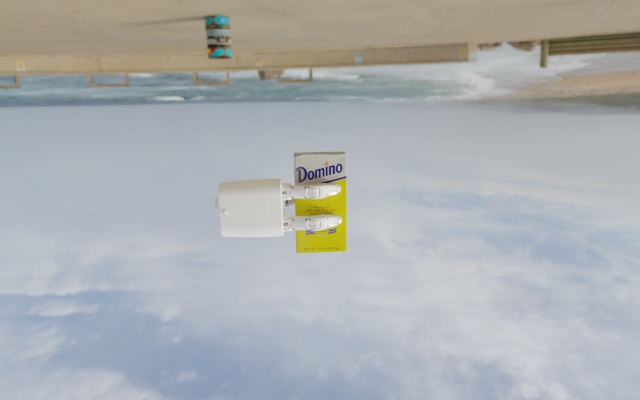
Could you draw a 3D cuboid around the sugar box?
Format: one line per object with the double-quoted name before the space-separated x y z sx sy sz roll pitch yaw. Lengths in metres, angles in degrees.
"sugar box" 0.000 0.003 0.847 0.093 0.176 0.048 -2 12 -4
